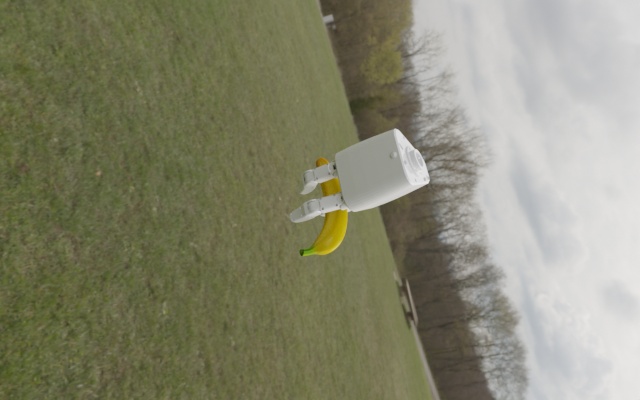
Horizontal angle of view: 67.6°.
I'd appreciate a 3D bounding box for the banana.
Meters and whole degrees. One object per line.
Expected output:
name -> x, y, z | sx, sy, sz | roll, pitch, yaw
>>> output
banana -> 0.014, 0.014, 0.789 | 0.070, 0.197, 0.037 | 30, -42, -25
